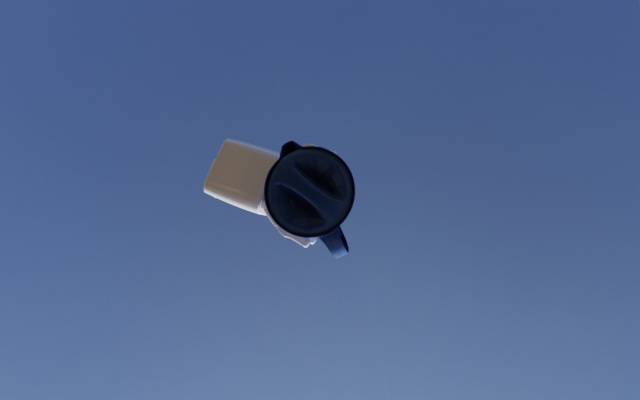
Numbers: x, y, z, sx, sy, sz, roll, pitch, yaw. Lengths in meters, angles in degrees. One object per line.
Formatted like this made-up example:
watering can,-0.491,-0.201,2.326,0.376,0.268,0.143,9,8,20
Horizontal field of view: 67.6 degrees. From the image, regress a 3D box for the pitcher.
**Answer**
pitcher,0.000,0.002,0.799,0.145,0.149,0.243,18,-1,7
